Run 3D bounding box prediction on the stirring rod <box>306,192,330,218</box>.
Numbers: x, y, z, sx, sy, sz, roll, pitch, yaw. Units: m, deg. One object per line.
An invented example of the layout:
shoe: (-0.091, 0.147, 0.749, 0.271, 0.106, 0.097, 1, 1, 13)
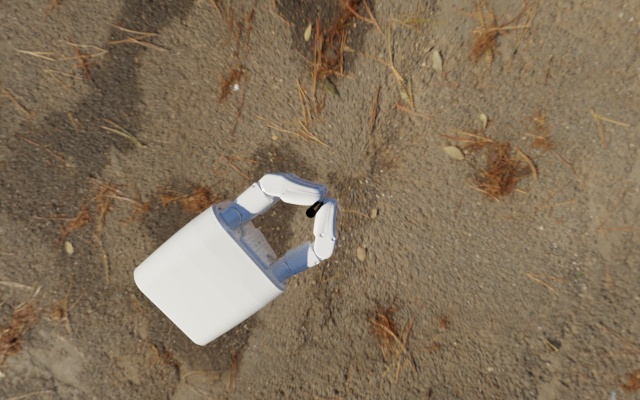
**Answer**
stirring rod: (0.000, 0.002, 0.490, 0.011, 0.011, 0.239, 0, 4, 4)
